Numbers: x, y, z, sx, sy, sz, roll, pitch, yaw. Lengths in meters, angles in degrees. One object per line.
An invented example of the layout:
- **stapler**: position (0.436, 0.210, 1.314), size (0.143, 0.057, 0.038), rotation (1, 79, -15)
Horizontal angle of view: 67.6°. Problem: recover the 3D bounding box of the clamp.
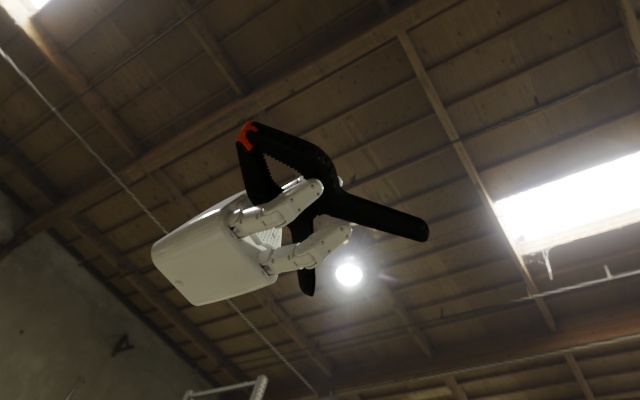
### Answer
- **clamp**: position (0.000, 0.001, 0.484), size (0.164, 0.210, 0.036), rotation (-24, 27, 22)
